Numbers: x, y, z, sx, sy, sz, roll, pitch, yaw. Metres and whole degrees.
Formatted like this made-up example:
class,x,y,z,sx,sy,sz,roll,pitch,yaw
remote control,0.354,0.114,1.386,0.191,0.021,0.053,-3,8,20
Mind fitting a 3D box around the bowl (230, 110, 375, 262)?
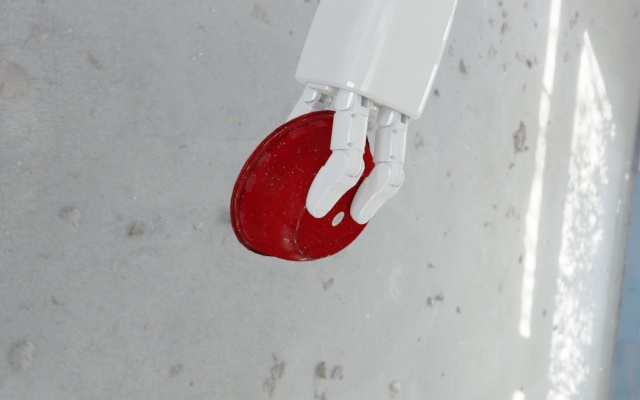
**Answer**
class,x,y,z,sx,sy,sz,roll,pitch,yaw
bowl,0.000,0.003,0.445,0.162,0.162,0.055,0,31,-43
